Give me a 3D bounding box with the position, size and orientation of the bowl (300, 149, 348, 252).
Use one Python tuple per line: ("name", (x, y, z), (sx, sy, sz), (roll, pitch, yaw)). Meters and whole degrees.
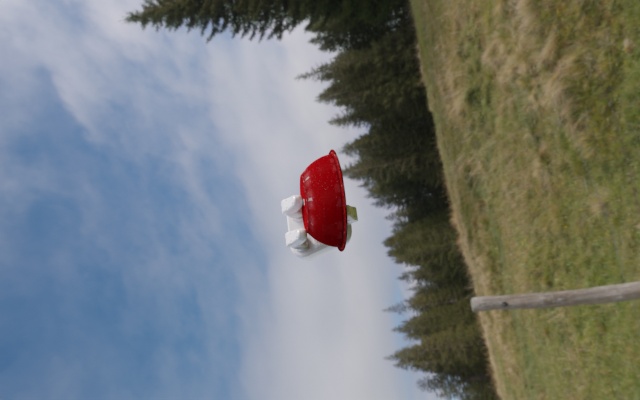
("bowl", (0.000, 0.002, 0.747), (0.055, 0.162, 0.162), (-5, 1, -8))
